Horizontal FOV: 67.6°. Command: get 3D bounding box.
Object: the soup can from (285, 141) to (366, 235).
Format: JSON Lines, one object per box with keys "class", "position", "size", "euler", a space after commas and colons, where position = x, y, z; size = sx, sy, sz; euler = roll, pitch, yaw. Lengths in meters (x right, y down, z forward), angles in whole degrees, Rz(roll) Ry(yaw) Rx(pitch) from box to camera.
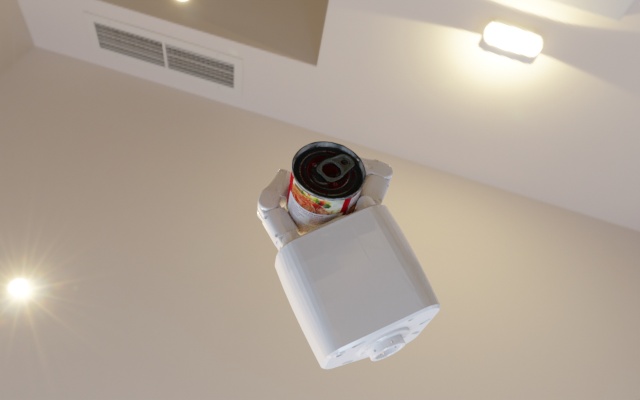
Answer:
{"class": "soup can", "position": [0.000, 0.001, 0.467], "size": [0.068, 0.068, 0.102], "euler": [0, -36, -11]}
